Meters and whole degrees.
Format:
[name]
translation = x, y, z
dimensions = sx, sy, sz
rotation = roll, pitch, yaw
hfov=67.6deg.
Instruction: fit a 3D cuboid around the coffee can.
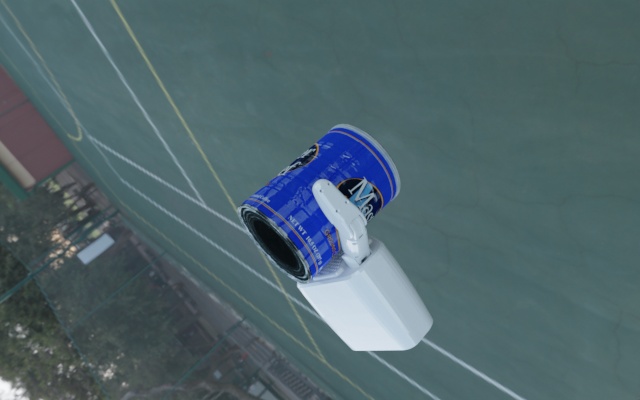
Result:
[coffee can]
translation = 0.000, 0.001, 0.498
dimensions = 0.140, 0.103, 0.103
rotation = -42, 19, -23
